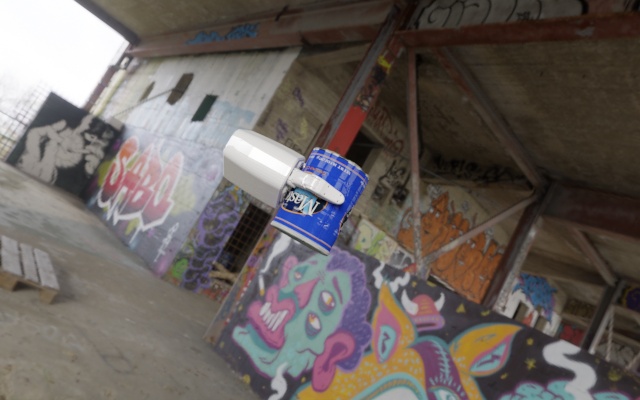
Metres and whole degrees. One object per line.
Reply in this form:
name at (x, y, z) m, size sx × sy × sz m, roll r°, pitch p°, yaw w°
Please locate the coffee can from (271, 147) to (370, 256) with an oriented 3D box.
coffee can at (0.000, 0.003, 0.754) m, size 0.103 × 0.140 × 0.103 m, roll 29°, pitch -8°, yaw 5°
